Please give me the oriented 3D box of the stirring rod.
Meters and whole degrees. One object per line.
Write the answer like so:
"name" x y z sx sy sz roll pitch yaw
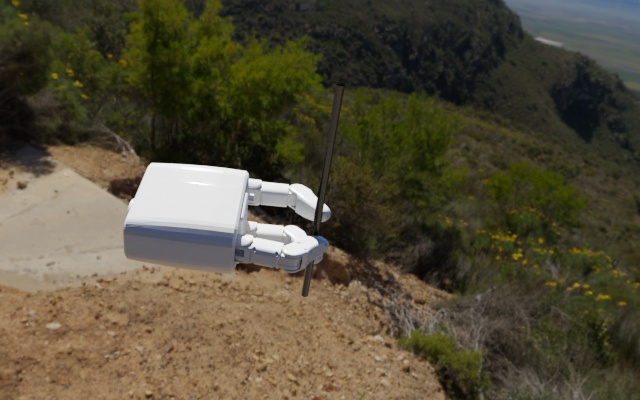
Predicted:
"stirring rod" 0.000 0.002 0.484 0.011 0.240 0.011 8 28 -4
